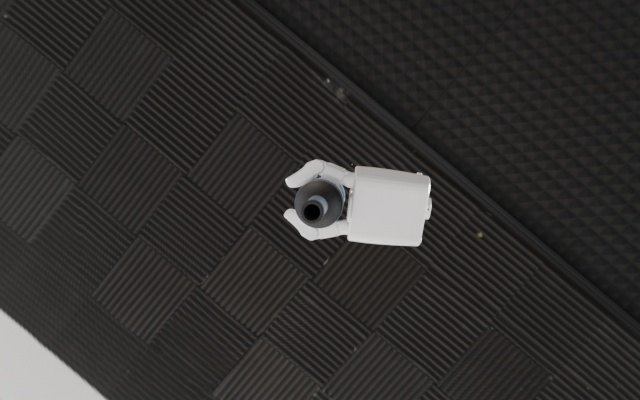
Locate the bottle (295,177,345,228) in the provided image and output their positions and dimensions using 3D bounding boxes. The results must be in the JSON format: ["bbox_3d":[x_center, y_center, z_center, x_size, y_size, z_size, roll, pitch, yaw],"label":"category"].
[{"bbox_3d":[0.000,0.002,0.687,0.069,0.069,0.295,0,4,4],"label":"bottle"}]
